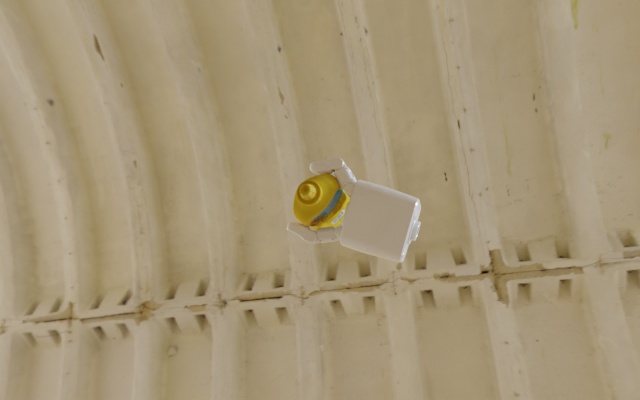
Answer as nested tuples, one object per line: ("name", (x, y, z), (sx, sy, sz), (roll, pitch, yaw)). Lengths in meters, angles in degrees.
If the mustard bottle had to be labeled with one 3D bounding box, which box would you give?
("mustard bottle", (0.000, 0.003, 0.821), (0.058, 0.096, 0.192), (43, 1, 18))
